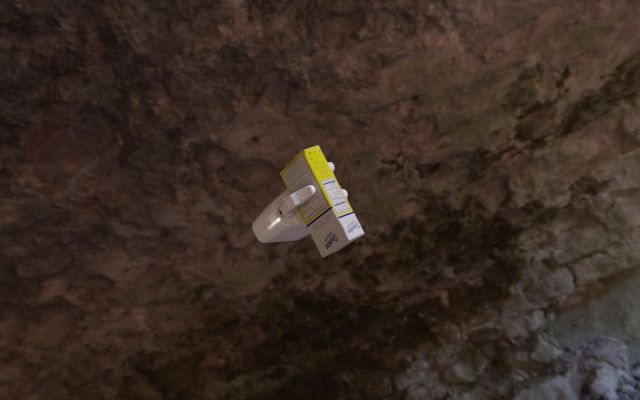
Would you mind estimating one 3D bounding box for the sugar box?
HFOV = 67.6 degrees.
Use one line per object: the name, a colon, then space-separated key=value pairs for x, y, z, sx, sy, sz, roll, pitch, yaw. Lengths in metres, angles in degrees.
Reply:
sugar box: x=0.000 y=0.003 z=0.841 sx=0.048 sy=0.176 sz=0.093 roll=-22 pitch=-10 yaw=-38
